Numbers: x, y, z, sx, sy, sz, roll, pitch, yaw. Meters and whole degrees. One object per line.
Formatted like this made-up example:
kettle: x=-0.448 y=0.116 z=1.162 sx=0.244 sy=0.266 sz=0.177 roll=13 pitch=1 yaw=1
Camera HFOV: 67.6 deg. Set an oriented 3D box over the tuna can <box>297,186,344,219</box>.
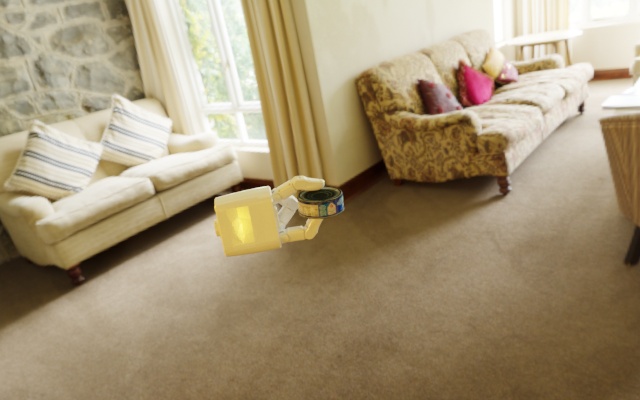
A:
tuna can: x=0.000 y=0.002 z=0.882 sx=0.086 sy=0.034 sz=0.086 roll=-5 pitch=20 yaw=2
